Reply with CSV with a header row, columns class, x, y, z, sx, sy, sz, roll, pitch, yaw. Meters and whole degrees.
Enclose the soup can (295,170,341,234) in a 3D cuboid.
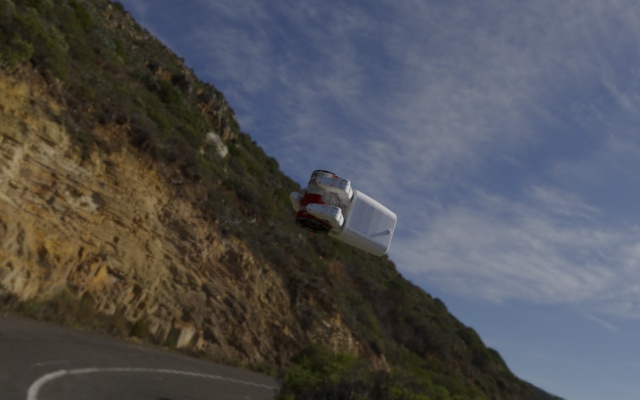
class,x,y,z,sx,sy,sz,roll,pitch,yaw
soup can,0.000,0.002,0.887,0.068,0.102,0.068,17,-20,6
